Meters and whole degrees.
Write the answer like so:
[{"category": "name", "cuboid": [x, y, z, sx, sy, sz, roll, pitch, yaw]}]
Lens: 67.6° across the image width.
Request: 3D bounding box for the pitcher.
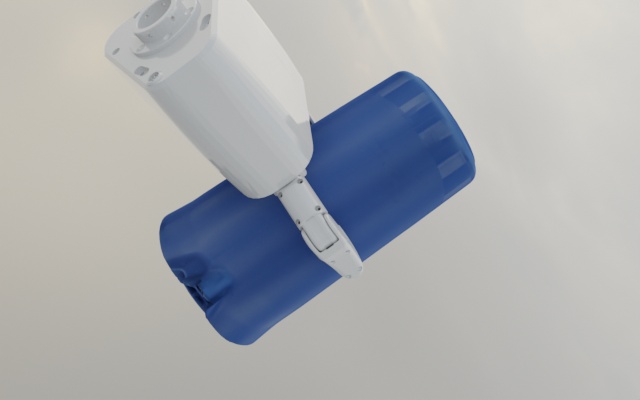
[{"category": "pitcher", "cuboid": [0.000, 0.001, 0.412, 0.243, 0.149, 0.145, -34, -42, 7]}]
